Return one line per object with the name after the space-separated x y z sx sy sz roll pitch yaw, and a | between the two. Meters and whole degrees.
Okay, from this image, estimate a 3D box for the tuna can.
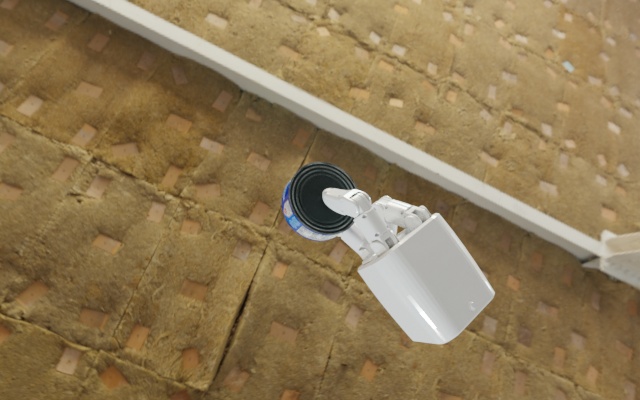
0.000 0.002 0.541 0.086 0.086 0.034 0 -19 -22 | tuna can
